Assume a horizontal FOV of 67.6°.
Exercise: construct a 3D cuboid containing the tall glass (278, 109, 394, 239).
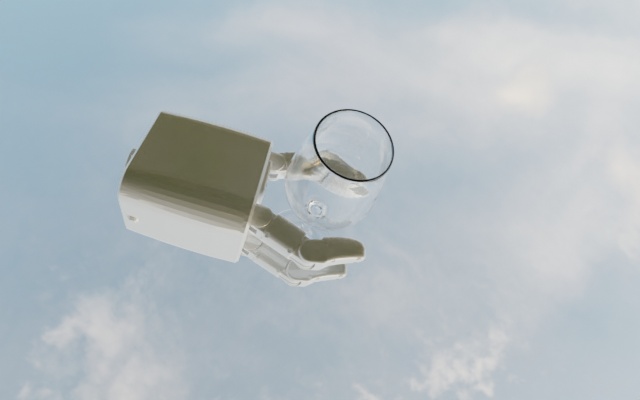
[{"bbox_3d":[0.000,0.002,0.429,0.079,0.079,0.201,0,-25,-16],"label":"tall glass"}]
